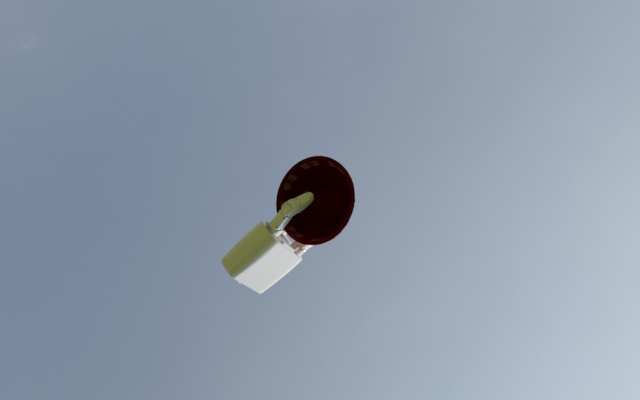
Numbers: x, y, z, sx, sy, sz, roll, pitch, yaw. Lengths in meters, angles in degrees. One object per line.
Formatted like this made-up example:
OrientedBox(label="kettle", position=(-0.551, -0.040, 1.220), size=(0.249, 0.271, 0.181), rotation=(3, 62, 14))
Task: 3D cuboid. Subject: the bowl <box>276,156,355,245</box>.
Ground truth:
OrientedBox(label="bowl", position=(0.001, 0.002, 0.869), size=(0.162, 0.162, 0.055), rotation=(0, -8, 30))
